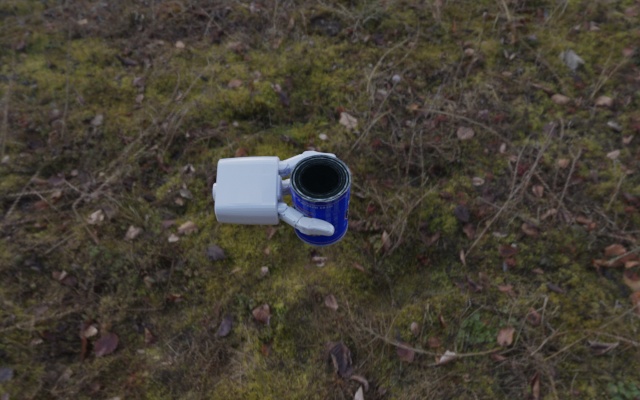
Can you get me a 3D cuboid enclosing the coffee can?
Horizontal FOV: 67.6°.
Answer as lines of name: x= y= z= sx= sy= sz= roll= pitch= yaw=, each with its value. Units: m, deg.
coffee can: x=0.000 y=0.003 z=0.844 sx=0.103 sy=0.102 sz=0.140 roll=0 pitch=-36 yaw=0
